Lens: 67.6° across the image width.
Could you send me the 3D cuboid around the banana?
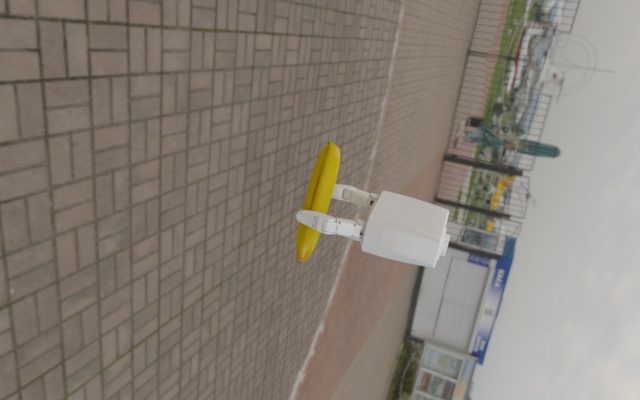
[{"bbox_3d":[-0.001,-0.005,0.723,0.037,0.197,0.070,14,-11,9],"label":"banana"}]
